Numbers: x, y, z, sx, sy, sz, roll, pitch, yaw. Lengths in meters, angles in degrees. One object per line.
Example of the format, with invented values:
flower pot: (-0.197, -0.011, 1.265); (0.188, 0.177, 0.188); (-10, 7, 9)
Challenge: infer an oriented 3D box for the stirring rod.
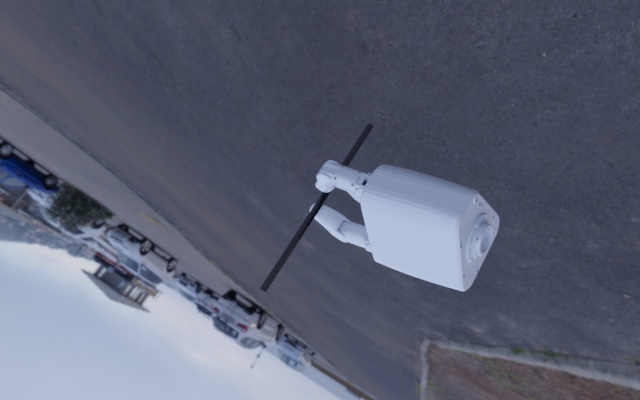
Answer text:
stirring rod: (0.000, 0.002, 0.557); (0.011, 0.239, 0.011); (29, -19, 11)
